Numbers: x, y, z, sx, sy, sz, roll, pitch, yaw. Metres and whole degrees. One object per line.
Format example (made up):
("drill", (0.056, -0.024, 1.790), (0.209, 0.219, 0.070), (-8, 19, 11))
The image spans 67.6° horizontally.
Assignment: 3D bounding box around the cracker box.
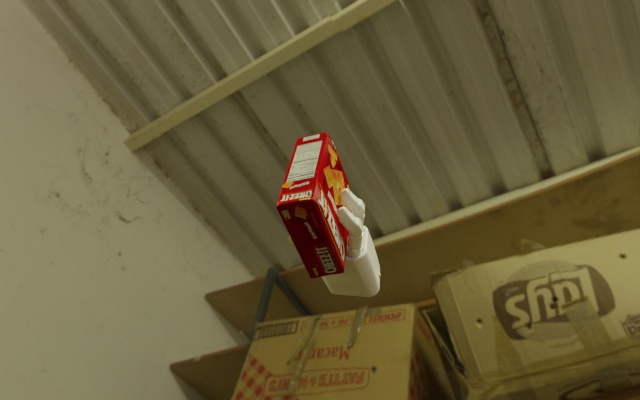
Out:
("cracker box", (0.000, 0.003, 0.849), (0.072, 0.164, 0.213), (-12, 34, 17))
